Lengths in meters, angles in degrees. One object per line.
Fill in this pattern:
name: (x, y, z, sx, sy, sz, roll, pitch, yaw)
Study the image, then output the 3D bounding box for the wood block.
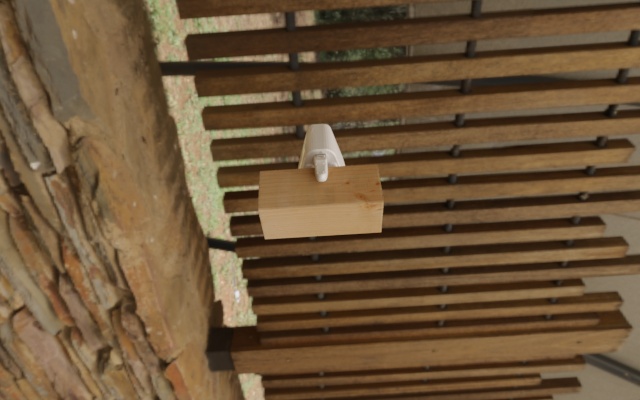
wood block: (0.000, 0.002, 0.835, 0.206, 0.090, 0.091, -4, -39, 1)
